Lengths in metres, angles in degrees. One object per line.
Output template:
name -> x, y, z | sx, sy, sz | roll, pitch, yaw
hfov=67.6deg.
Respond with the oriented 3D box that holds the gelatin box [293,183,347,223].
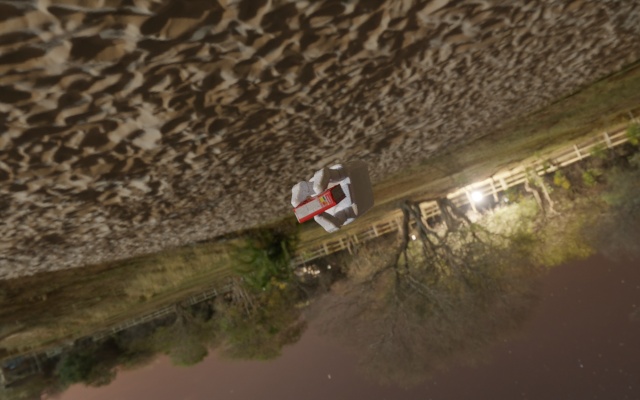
gelatin box -> 0.000, 0.003, 0.825 | 0.073, 0.030, 0.089 | -26, 4, 17
